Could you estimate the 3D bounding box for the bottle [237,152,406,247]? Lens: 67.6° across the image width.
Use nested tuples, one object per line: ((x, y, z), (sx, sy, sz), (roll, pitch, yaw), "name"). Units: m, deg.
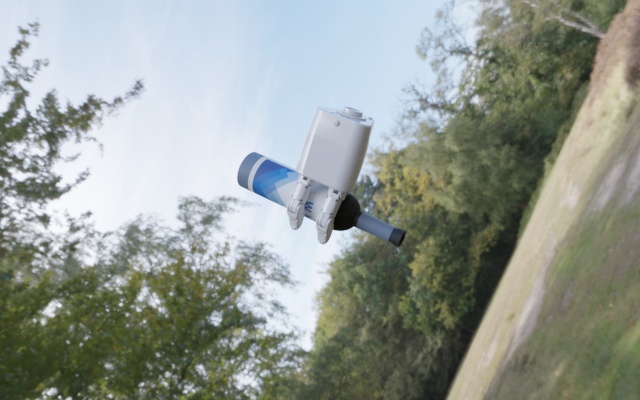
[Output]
((0.000, 0.003, 0.784), (0.295, 0.069, 0.069), (24, 9, 20), "bottle")
